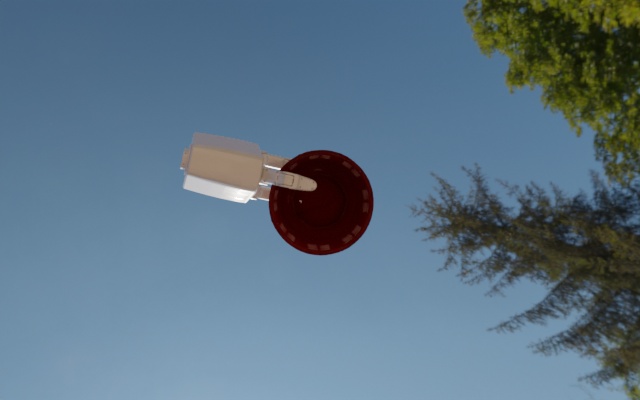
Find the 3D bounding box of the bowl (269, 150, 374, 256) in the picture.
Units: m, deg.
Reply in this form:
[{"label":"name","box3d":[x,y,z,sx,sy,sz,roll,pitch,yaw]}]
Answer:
[{"label":"bowl","box3d":[0.001,0.003,0.753,0.162,0.162,0.055,0,3,-3]}]
